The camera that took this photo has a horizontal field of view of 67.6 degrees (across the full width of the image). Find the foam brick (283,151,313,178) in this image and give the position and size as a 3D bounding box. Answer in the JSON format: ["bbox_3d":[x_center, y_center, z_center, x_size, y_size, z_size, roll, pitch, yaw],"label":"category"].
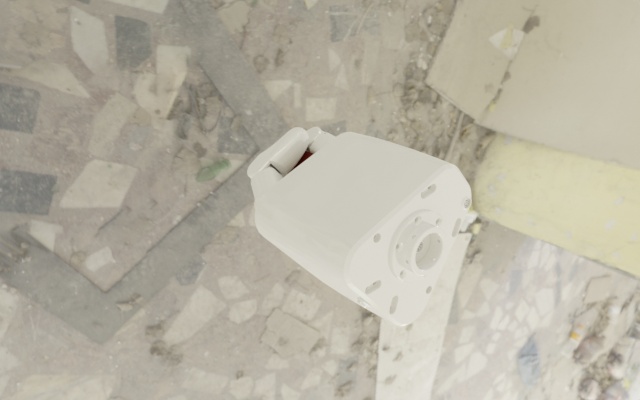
[{"bbox_3d":[0.000,0.001,0.419,0.051,0.053,0.078,25,-14,50],"label":"foam brick"}]
